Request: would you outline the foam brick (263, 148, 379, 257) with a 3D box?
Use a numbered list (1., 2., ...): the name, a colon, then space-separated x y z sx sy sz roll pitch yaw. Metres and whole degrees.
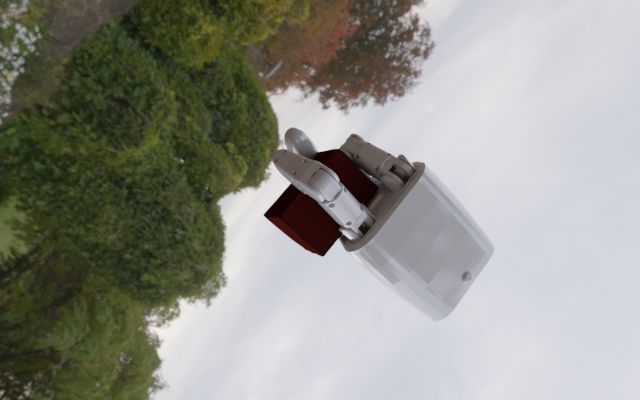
1. foam brick: 0.000 0.001 0.408 0.051 0.078 0.053 44 -12 -16
